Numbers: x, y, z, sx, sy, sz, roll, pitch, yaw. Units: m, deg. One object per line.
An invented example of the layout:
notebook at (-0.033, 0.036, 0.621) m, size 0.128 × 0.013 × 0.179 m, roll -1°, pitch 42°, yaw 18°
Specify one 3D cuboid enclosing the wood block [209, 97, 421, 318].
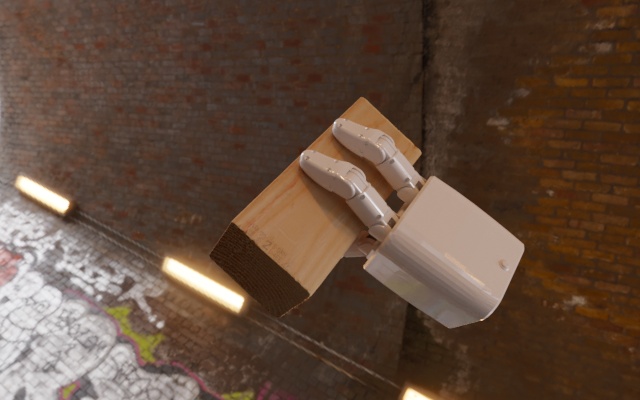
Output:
wood block at (0.000, 0.002, 0.471) m, size 0.206 × 0.090 × 0.091 m, roll -48°, pitch 1°, yaw -35°
